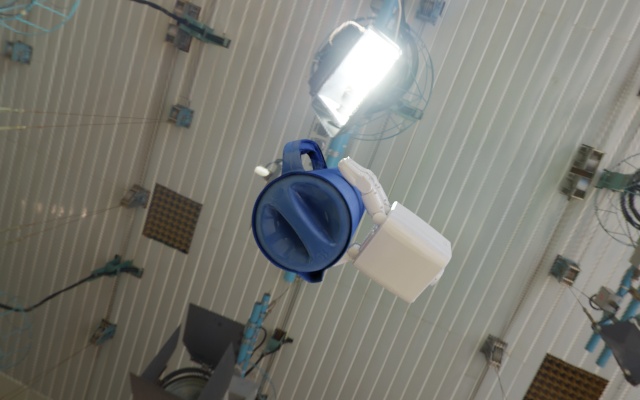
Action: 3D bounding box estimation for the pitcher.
[{"bbox_3d":[0.000,0.002,0.709,0.145,0.149,0.243,35,15,6],"label":"pitcher"}]
